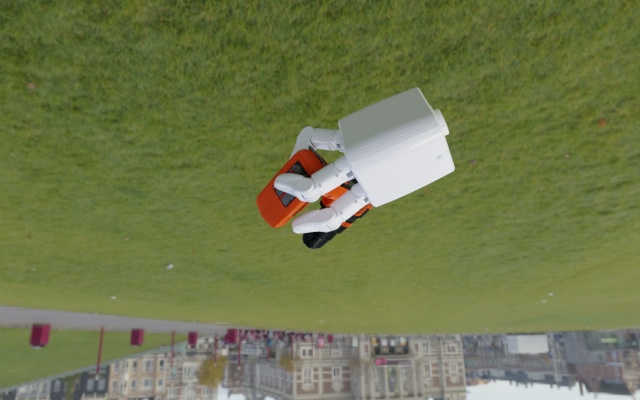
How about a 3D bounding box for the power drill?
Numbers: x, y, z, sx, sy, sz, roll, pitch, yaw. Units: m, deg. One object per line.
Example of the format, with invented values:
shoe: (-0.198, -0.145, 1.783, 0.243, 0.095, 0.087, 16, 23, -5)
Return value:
power drill: (0.000, 0.002, 0.660, 0.184, 0.057, 0.187, -47, -26, 21)
